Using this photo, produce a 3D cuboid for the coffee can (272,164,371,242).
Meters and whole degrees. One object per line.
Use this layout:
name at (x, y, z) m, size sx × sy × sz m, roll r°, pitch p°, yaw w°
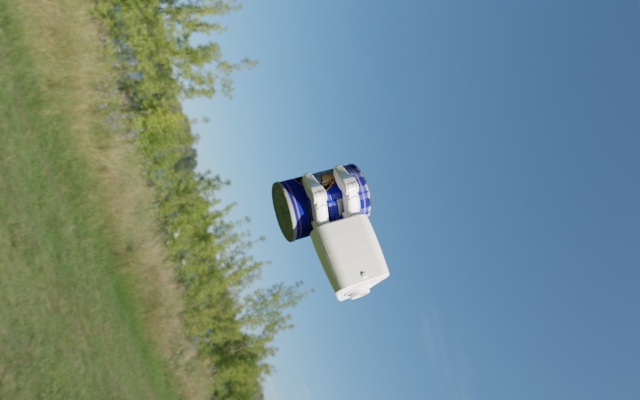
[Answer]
coffee can at (0.000, 0.003, 0.809) m, size 0.140 × 0.103 × 0.103 m, roll -15°, pitch 5°, yaw -18°
